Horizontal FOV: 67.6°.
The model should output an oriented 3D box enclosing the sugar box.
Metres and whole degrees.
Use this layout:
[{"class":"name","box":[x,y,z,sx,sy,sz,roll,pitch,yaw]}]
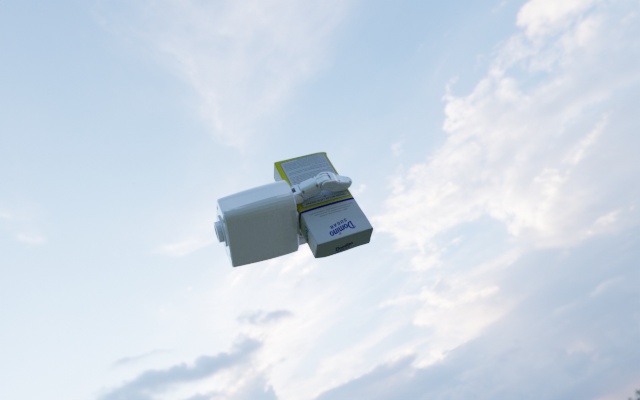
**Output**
[{"class":"sugar box","box":[0.000,0.003,0.741,0.093,0.176,0.048,-15,-36,-19]}]
